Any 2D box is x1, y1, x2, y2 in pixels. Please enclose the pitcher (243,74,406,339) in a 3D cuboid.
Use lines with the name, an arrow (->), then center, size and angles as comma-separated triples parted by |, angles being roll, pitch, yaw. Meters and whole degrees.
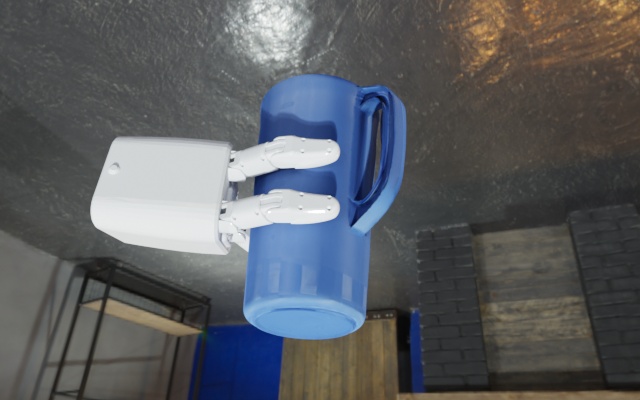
pitcher -> 0.000, 0.002, 0.469 | 0.145, 0.242, 0.149 | 5, -30, -3
